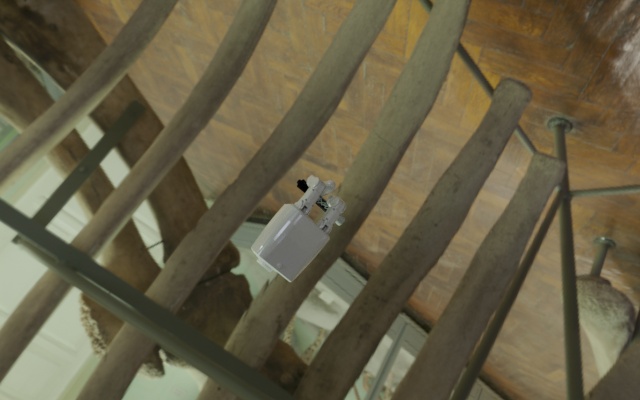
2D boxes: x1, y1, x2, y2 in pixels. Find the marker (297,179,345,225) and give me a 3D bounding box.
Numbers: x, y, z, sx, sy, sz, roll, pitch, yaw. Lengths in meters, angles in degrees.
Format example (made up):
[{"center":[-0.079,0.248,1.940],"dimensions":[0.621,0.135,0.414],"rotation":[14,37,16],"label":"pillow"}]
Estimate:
[{"center":[0.000,0.003,0.890],"dimensions":[0.121,0.020,0.020],"rotation":[43,-21,-24],"label":"marker"}]
